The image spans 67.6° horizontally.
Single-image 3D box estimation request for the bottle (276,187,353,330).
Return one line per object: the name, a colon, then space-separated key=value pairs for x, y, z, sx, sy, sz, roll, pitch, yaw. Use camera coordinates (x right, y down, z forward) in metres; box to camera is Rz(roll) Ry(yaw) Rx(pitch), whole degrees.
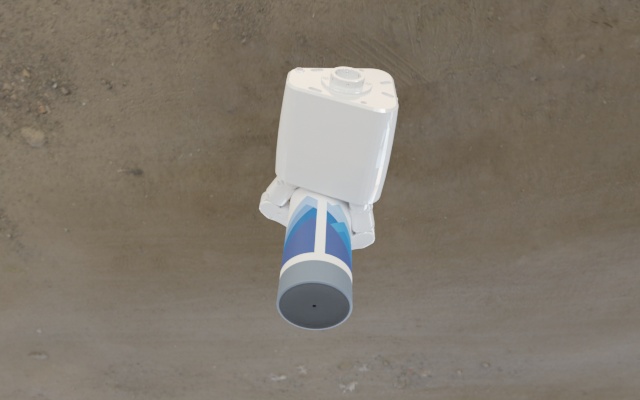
bottle: x=0.000 y=0.002 z=0.530 sx=0.069 sy=0.069 sz=0.295 roll=0 pitch=38 yaw=3
